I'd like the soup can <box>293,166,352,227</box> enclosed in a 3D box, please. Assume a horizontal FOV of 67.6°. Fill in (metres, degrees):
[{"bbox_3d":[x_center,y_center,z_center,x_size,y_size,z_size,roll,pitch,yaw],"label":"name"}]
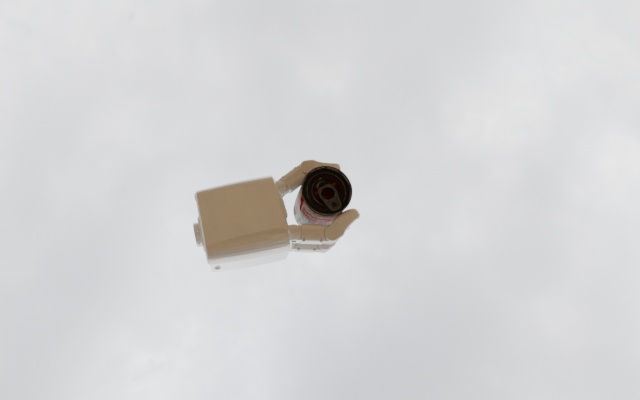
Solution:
[{"bbox_3d":[0.001,0.002,0.666,0.068,0.068,0.102,0,-18,-10],"label":"soup can"}]
